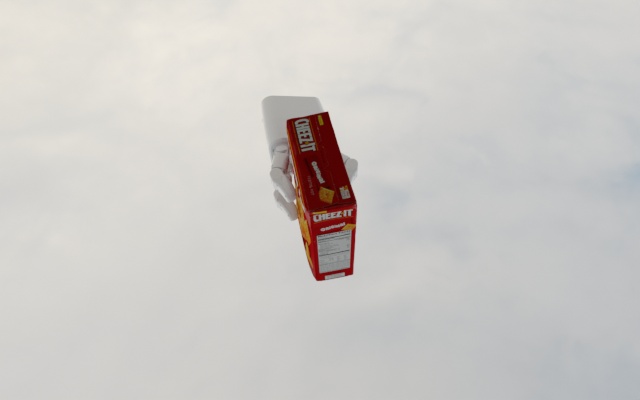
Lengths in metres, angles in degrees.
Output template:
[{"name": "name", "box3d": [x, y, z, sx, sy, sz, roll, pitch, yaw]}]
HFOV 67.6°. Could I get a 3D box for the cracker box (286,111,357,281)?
[{"name": "cracker box", "box3d": [0.000, 0.002, 0.718, 0.072, 0.164, 0.214, -12, -33, -5]}]
